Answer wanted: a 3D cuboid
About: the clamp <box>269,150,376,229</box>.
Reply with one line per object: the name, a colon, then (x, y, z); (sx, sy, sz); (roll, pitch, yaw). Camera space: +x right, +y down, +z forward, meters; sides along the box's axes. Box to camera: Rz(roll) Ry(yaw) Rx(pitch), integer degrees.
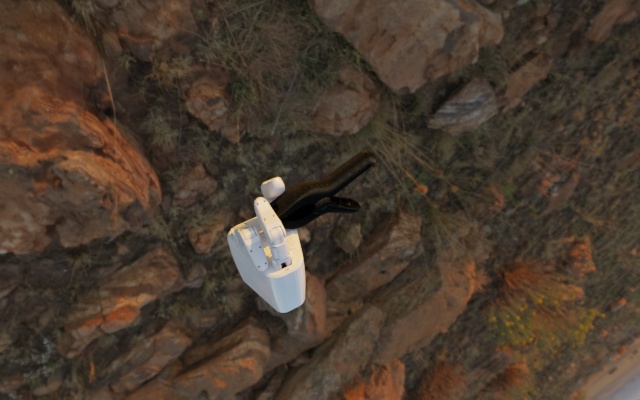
clamp: (0.000, 0.003, 0.667); (0.171, 0.120, 0.039); (-24, 52, -17)
